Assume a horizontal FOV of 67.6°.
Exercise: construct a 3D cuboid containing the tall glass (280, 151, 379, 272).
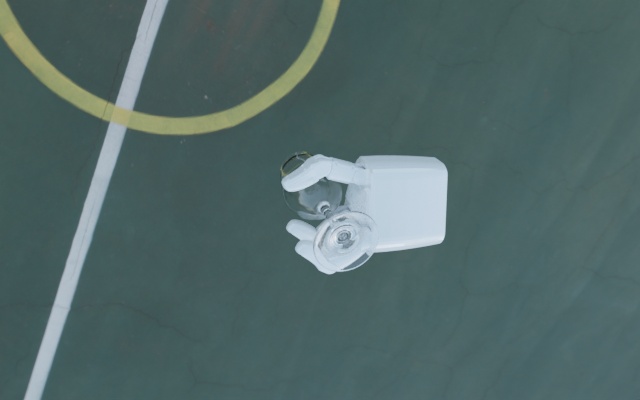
[{"bbox_3d":[0.000,0.002,0.592,0.079,0.079,0.201,0,25,-19],"label":"tall glass"}]
